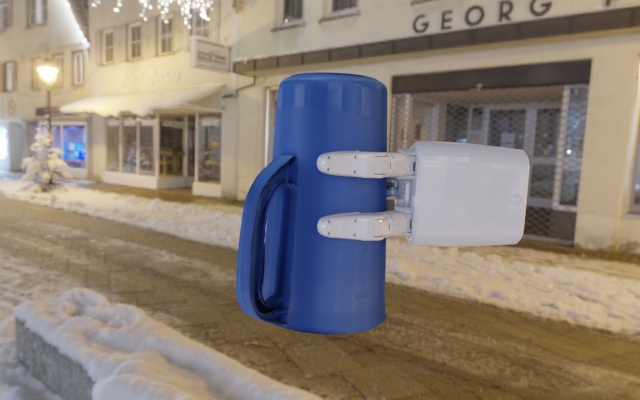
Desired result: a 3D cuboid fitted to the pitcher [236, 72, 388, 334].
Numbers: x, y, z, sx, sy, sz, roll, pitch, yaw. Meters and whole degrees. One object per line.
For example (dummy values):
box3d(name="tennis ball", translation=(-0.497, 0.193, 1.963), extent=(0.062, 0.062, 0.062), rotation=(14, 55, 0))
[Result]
box3d(name="pitcher", translation=(0.000, 0.002, 0.476), extent=(0.145, 0.243, 0.149), rotation=(2, 6, -1))
